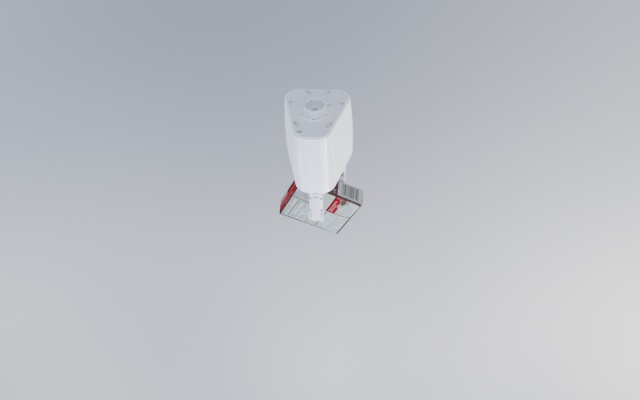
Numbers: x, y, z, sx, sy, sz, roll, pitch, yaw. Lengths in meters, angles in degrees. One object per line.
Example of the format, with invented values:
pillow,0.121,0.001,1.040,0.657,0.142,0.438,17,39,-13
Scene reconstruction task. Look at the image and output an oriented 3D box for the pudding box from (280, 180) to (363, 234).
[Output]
pudding box,0.000,0.003,0.788,0.113,0.039,0.090,22,-43,-15
